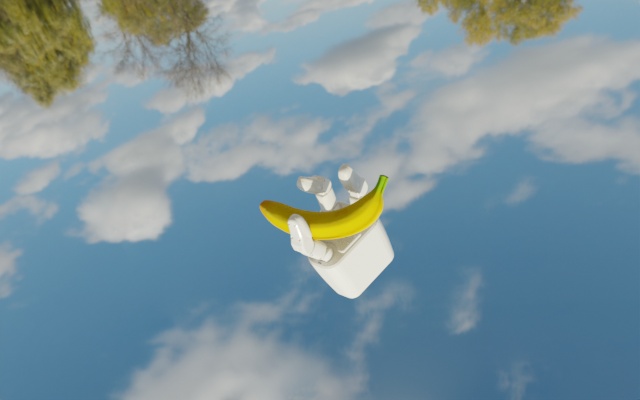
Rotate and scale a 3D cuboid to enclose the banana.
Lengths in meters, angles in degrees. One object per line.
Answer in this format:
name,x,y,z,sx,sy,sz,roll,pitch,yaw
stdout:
banana,0.004,0.019,0.638,0.198,0.069,0.037,-11,-20,27
